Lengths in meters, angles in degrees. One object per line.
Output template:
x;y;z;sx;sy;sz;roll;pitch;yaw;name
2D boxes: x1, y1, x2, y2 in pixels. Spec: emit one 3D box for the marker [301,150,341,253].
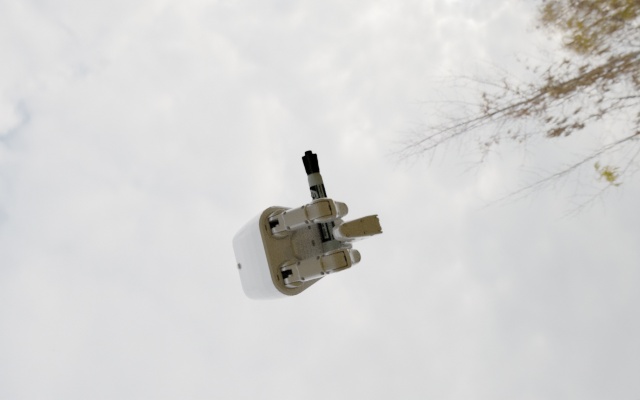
0.000;0.002;0.532;0.020;0.121;0.020;-14;-9;-2;marker
